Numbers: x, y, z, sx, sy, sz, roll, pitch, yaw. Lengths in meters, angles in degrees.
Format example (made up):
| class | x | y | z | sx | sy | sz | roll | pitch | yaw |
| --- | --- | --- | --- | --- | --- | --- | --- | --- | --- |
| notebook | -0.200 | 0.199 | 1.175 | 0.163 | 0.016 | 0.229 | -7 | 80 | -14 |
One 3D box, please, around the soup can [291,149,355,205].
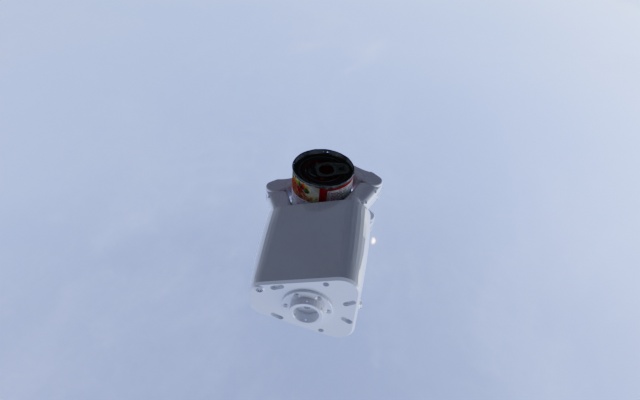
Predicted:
| class | x | y | z | sx | sy | sz | roll | pitch | yaw |
| --- | --- | --- | --- | --- | --- | --- | --- | --- | --- |
| soup can | 0.000 | 0.002 | 0.547 | 0.068 | 0.102 | 0.068 | 3 | 41 | -2 |
